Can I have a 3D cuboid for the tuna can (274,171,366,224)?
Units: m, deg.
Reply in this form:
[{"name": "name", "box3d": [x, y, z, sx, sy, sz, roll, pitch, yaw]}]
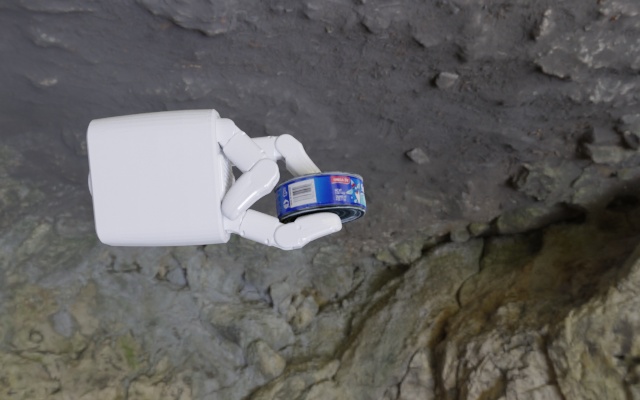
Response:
[{"name": "tuna can", "box3d": [0.000, 0.002, 0.454, 0.086, 0.033, 0.086, -7, -14, -2]}]
